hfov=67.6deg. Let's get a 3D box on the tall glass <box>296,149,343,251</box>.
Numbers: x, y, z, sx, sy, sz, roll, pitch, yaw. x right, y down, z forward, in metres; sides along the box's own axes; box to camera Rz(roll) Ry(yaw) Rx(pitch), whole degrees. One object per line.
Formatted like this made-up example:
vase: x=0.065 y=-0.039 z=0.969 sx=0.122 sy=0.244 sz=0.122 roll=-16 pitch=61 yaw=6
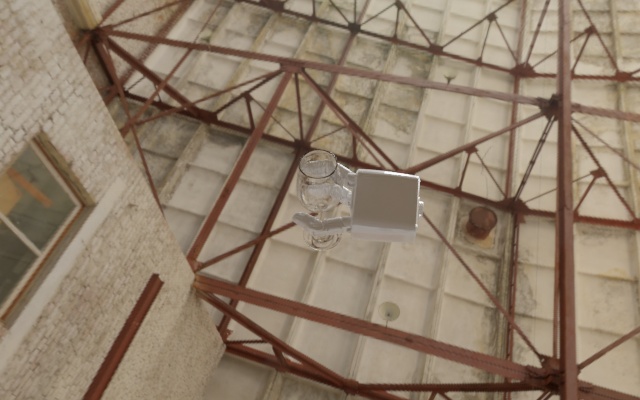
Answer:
tall glass: x=0.000 y=0.003 z=0.824 sx=0.079 sy=0.079 sz=0.201 roll=0 pitch=-37 yaw=3
